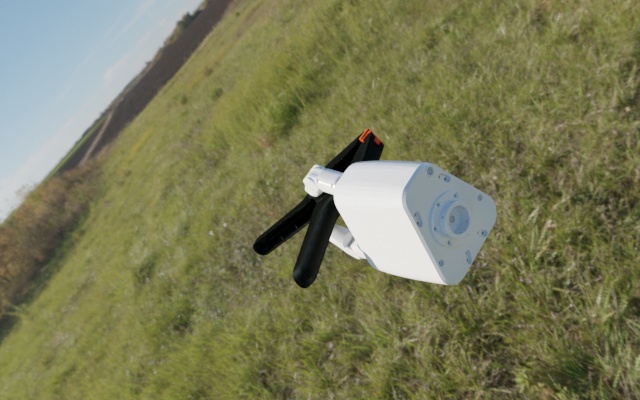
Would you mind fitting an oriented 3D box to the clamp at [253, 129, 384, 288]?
[{"bbox_3d":[0.000,0.001,0.581,0.036,0.210,0.164,42,-17,-24],"label":"clamp"}]
